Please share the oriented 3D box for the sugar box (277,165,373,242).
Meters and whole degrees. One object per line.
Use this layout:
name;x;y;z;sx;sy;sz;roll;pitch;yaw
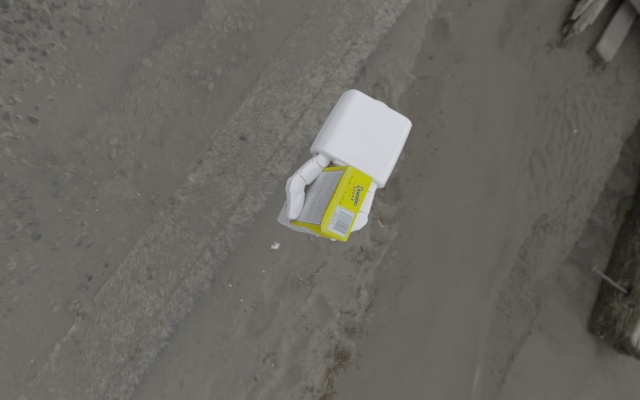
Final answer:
sugar box;0.001;0.002;0.680;0.048;0.093;0.176;28;-9;-19
